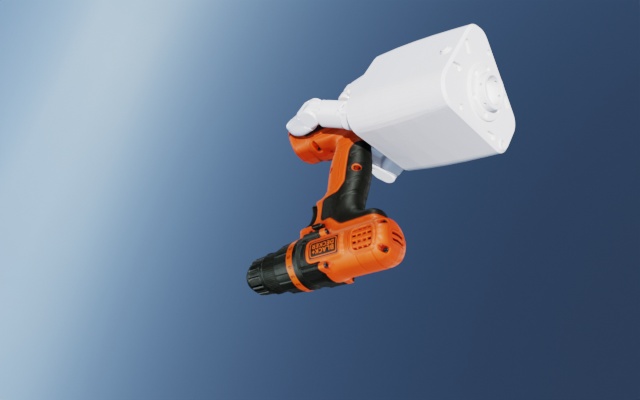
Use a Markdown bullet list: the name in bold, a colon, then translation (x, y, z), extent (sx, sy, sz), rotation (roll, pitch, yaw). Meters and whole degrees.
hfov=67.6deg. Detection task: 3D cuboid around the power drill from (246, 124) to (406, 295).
- **power drill**: translation (0.000, 0.001, 0.499), extent (0.184, 0.187, 0.057), rotation (-19, -34, 33)
